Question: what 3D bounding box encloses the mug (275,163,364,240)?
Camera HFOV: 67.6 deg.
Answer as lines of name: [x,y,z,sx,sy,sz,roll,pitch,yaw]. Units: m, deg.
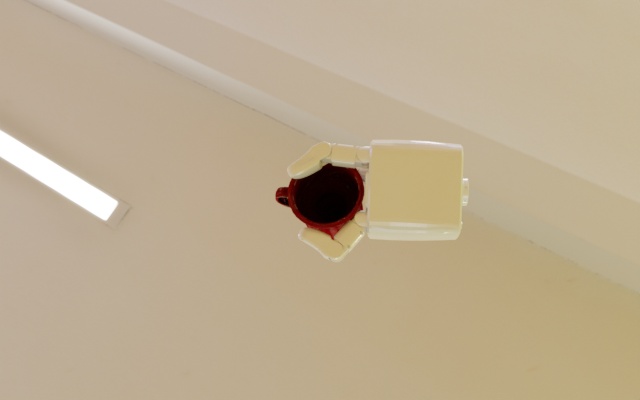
mug: [-0.001,0.002,0.611,0.117,0.093,0.081,3,-20,10]
